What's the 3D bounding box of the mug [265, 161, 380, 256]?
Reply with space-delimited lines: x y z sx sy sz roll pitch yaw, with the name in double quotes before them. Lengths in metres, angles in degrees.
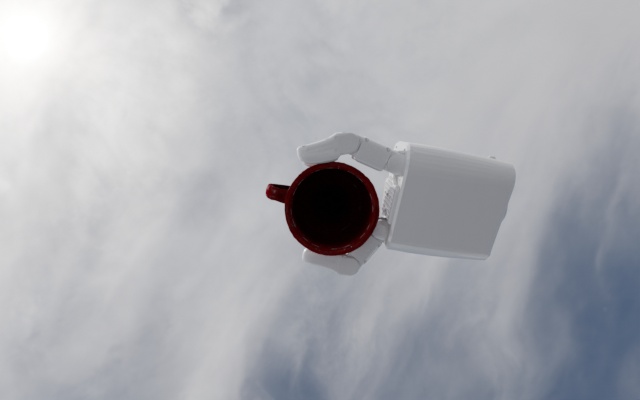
"mug" -0.001 0.001 0.504 0.117 0.093 0.081 10 7 0
